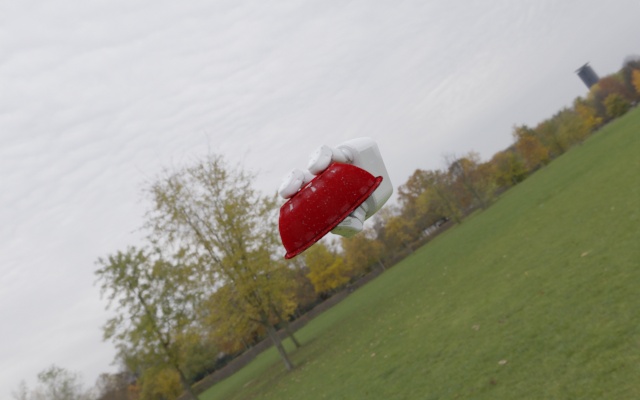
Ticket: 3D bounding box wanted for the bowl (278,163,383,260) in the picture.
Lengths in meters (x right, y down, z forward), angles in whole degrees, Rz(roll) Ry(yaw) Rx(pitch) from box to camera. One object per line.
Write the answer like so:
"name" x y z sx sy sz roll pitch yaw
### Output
"bowl" 0.000 0.002 0.604 0.162 0.055 0.162 -40 5 4
